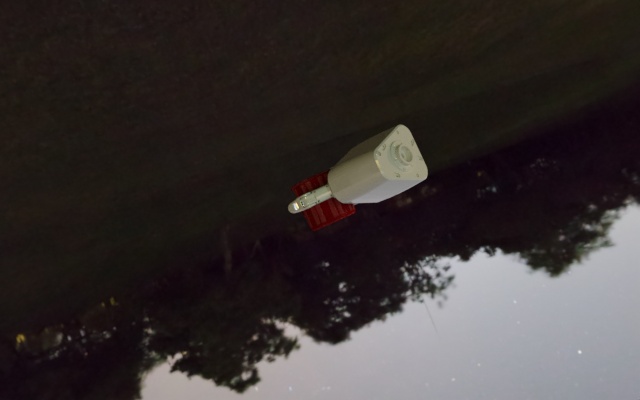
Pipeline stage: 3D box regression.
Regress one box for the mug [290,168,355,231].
[{"bbox_3d":[-0.001,0.003,0.808,0.093,0.081,0.117,-21,-4,-40],"label":"mug"}]
